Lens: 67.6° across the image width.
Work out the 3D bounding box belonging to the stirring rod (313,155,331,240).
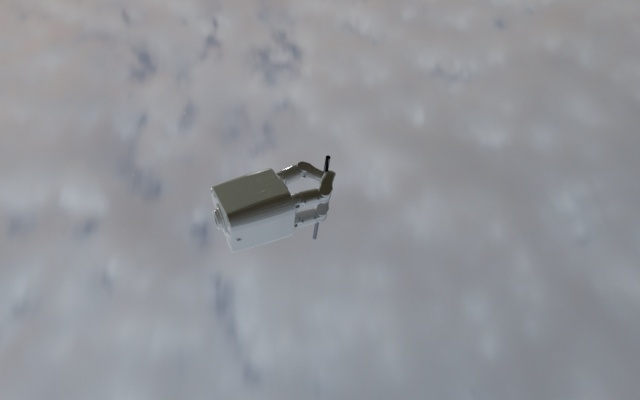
[{"bbox_3d":[0.000,0.003,0.854,0.011,0.011,0.240,0,-36,-7],"label":"stirring rod"}]
